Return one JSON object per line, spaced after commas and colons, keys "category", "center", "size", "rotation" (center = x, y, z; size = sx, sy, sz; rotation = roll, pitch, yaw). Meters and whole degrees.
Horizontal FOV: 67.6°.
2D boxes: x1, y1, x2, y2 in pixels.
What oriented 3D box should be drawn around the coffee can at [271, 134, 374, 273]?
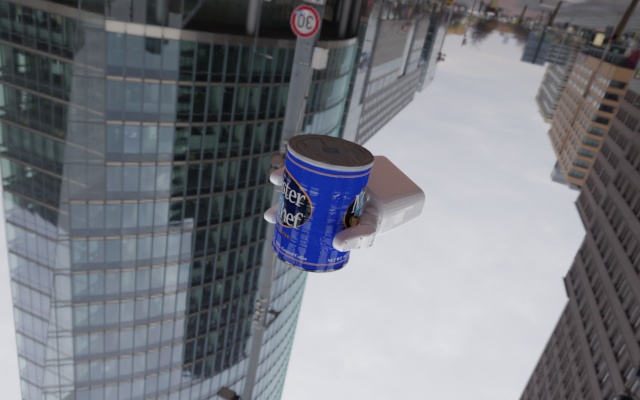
{"category": "coffee can", "center": [0.000, 0.002, 0.585], "size": [0.103, 0.140, 0.102], "rotation": [10, 24, -4]}
